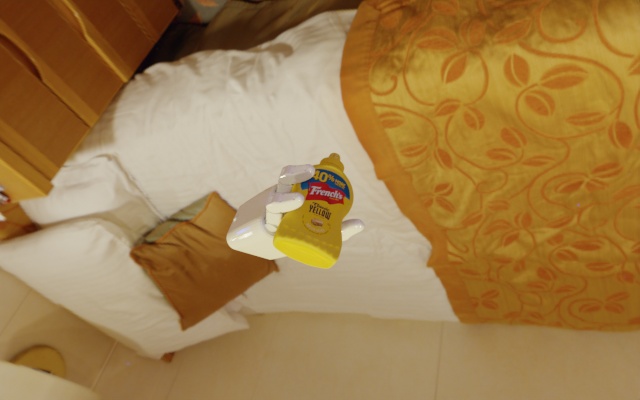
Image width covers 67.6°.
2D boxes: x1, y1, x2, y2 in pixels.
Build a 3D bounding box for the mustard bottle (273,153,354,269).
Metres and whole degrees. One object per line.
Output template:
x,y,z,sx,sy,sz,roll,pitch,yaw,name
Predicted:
0.000,0.002,0.726,0.096,0.191,0.058,22,-35,-6,mustard bottle
